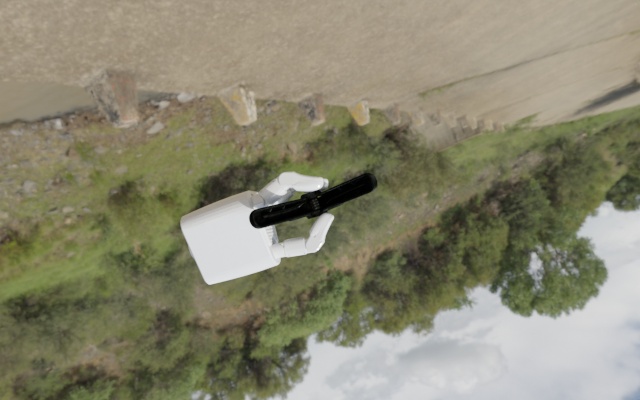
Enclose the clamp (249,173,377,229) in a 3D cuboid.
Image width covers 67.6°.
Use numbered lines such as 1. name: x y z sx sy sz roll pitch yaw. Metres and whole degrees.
1. clamp: 0.000 0.003 0.674 0.164 0.036 0.210 -18 -3 6
